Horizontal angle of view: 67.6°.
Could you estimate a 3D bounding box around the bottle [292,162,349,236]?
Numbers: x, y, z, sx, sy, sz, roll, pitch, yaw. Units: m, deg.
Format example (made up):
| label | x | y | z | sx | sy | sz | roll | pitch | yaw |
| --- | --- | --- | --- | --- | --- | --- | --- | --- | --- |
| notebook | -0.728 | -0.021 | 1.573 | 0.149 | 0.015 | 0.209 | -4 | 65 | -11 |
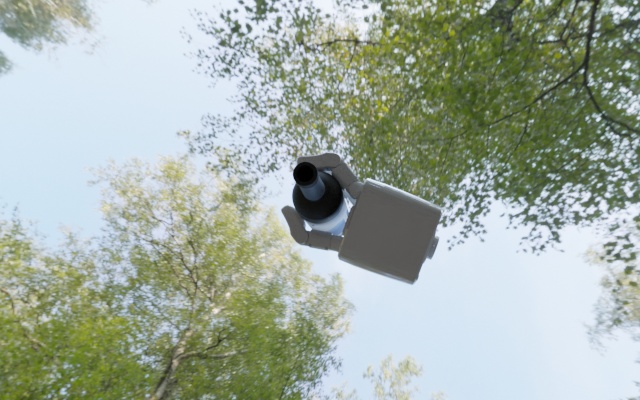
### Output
| label | x | y | z | sx | sy | sz | roll | pitch | yaw |
| --- | --- | --- | --- | --- | --- | --- | --- | --- | --- |
| bottle | 0.000 | 0.002 | 0.655 | 0.069 | 0.069 | 0.296 | 0 | -12 | 7 |
